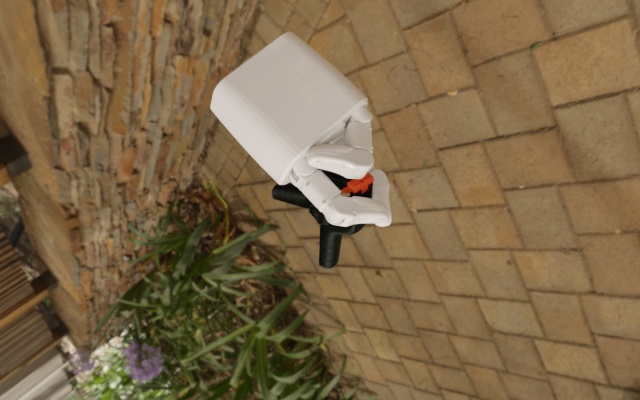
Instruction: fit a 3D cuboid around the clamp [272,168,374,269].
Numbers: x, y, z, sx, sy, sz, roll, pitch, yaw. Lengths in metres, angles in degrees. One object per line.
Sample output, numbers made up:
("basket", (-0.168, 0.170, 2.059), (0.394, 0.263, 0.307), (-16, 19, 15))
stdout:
("clamp", (0.000, 0.002, 0.524), (0.039, 0.120, 0.171), (-40, -9, -33))
